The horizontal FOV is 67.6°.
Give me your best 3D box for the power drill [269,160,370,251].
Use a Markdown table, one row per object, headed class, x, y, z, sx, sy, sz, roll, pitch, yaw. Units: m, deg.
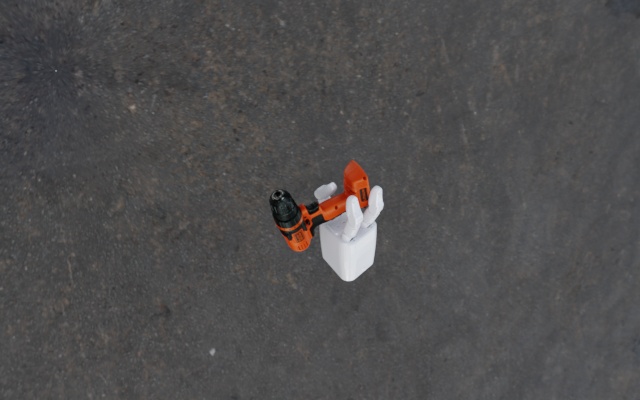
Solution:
| class | x | y | z | sx | sy | sz | roll | pitch | yaw |
| --- | --- | --- | --- | --- | --- | --- | --- | --- | --- |
| power drill | 0.001 | 0.003 | 0.893 | 0.187 | 0.057 | 0.185 | -30 | -31 | -8 |
